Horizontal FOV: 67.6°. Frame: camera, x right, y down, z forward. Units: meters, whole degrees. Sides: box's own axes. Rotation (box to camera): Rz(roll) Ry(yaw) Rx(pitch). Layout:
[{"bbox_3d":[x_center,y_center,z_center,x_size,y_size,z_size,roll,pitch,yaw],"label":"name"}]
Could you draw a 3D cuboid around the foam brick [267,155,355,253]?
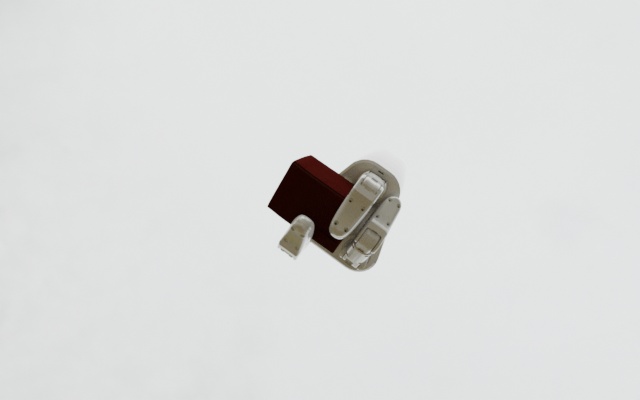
[{"bbox_3d":[0.000,0.001,0.451,0.078,0.053,0.051,36,21,4],"label":"foam brick"}]
